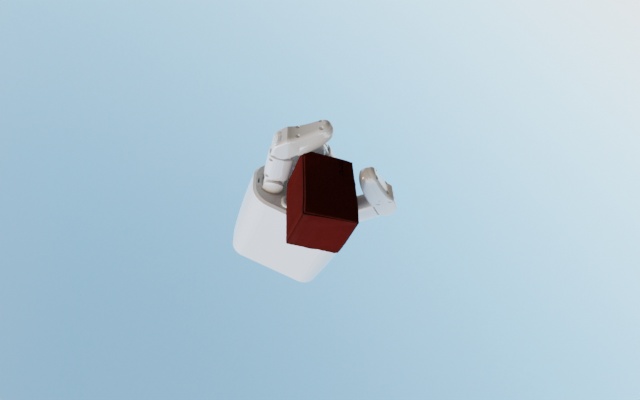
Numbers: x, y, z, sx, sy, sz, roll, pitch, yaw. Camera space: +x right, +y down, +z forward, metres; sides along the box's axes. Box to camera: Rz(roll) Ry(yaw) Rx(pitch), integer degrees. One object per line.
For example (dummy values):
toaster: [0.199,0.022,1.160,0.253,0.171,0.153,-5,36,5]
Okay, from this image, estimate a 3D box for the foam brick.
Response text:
foam brick: [0.000,0.002,0.446,0.053,0.078,0.051,13,-43,-17]
